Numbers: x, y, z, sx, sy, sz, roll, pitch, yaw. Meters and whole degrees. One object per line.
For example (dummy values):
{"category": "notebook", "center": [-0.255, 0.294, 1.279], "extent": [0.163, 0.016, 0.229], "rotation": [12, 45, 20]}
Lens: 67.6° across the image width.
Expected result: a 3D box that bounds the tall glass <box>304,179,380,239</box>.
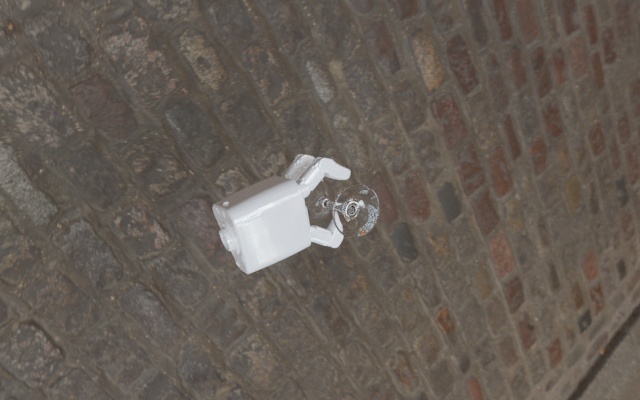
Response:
{"category": "tall glass", "center": [0.001, 0.002, 0.722], "extent": [0.079, 0.079, 0.201], "rotation": [0, 7, -29]}
